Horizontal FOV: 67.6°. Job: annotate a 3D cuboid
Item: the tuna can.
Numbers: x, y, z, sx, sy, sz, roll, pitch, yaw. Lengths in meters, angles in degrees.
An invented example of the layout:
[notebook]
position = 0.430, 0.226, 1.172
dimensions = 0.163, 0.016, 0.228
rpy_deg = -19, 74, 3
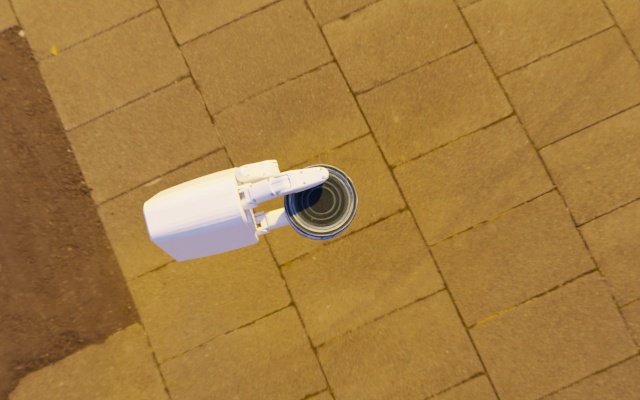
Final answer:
[tuna can]
position = 0.000, 0.002, 0.552
dimensions = 0.086, 0.086, 0.034
rpy_deg = 0, -9, -3
